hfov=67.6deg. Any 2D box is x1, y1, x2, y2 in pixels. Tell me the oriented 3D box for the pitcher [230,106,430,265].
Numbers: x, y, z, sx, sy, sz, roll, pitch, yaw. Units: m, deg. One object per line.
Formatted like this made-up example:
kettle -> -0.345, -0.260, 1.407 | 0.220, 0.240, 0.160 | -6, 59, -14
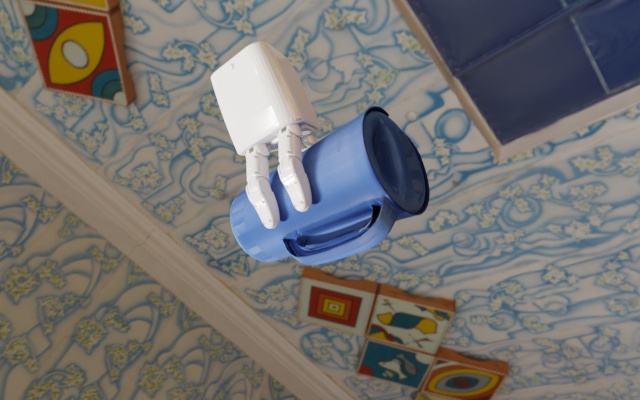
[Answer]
pitcher -> 0.000, 0.002, 0.592 | 0.243, 0.145, 0.149 | -26, -6, 34
